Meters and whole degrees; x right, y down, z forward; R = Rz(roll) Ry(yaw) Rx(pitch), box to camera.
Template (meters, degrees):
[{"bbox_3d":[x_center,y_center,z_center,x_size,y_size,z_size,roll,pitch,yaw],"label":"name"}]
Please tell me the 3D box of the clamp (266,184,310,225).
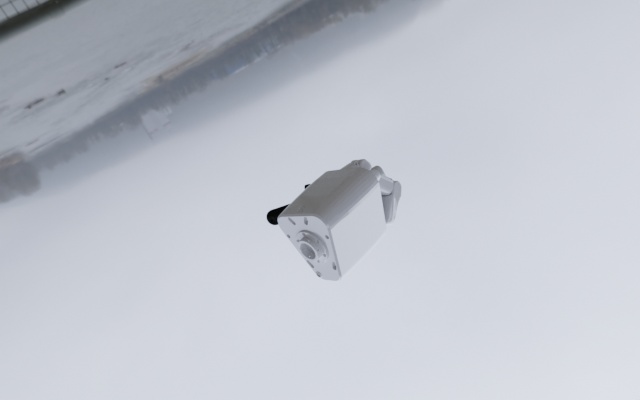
[{"bbox_3d":[0.001,0.003,0.725,0.171,0.039,0.120,-6,27,48],"label":"clamp"}]
